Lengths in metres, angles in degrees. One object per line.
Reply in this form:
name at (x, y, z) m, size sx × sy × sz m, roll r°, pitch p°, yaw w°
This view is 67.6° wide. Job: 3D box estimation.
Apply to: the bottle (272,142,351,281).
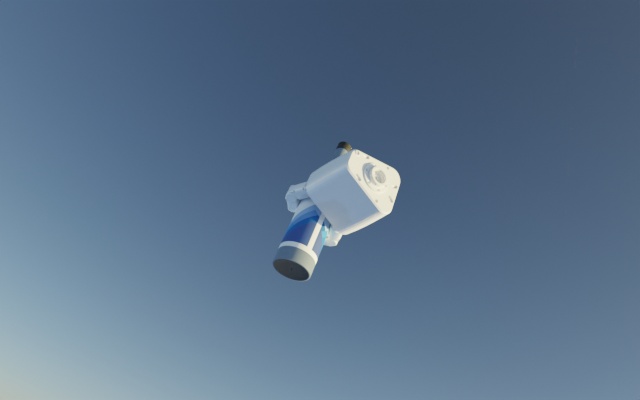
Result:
bottle at (0.000, 0.003, 0.856) m, size 0.069 × 0.295 × 0.069 m, roll 15°, pitch -36°, yaw 12°
